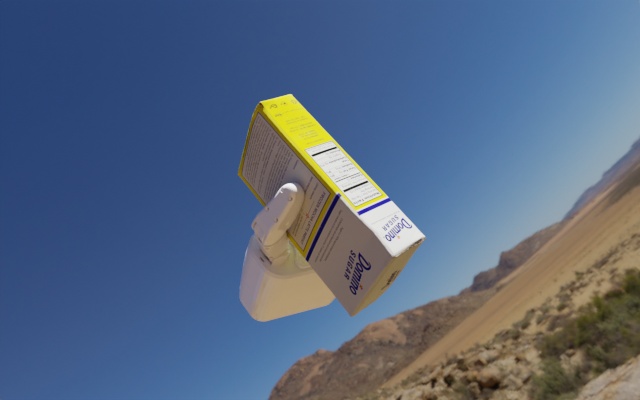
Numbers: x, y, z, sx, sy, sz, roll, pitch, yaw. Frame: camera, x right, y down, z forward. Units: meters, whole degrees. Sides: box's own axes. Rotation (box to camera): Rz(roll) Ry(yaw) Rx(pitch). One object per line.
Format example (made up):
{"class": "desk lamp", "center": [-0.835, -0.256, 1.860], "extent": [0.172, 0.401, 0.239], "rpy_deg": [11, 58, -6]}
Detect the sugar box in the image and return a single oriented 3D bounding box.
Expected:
{"class": "sugar box", "center": [0.000, 0.001, 0.407], "extent": [0.048, 0.176, 0.093], "rpy_deg": [-26, -26, -37]}
